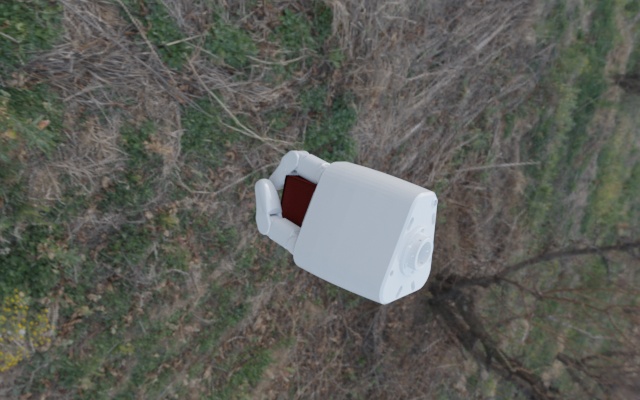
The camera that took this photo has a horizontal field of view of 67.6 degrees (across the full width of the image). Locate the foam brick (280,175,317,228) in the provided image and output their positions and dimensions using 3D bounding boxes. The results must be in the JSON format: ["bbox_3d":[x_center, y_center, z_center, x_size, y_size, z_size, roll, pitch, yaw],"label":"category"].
[{"bbox_3d":[0.000,0.002,0.534,0.051,0.053,0.078,22,18,36],"label":"foam brick"}]
